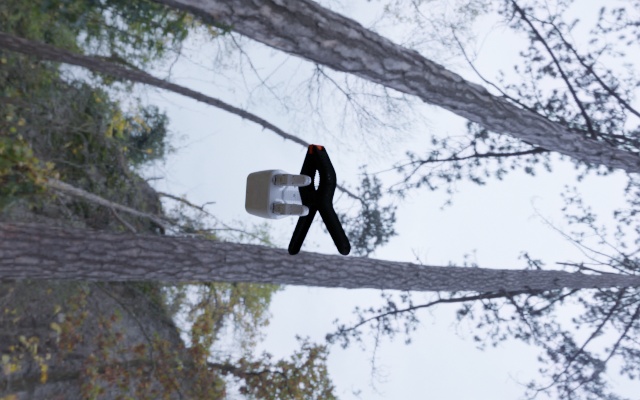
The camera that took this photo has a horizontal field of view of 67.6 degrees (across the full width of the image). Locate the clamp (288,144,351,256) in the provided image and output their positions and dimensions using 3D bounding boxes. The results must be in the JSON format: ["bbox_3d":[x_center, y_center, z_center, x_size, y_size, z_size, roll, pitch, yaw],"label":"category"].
[{"bbox_3d":[0.001,0.002,0.858,0.036,0.210,0.164,4,-1,-40],"label":"clamp"}]
